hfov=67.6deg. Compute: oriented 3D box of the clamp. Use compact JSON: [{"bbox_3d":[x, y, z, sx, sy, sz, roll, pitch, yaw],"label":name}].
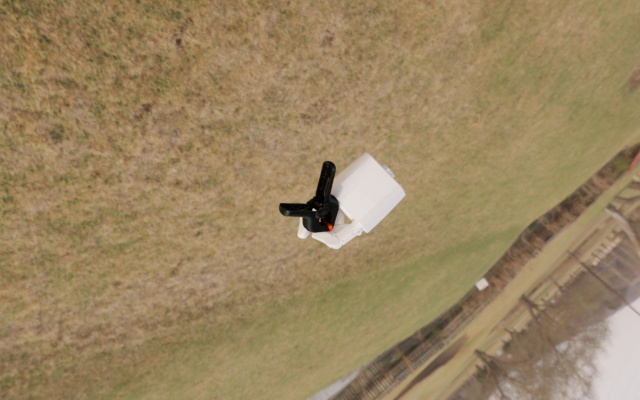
[{"bbox_3d":[0.000,0.003,0.843,0.039,0.120,0.171,47,0,26],"label":"clamp"}]
